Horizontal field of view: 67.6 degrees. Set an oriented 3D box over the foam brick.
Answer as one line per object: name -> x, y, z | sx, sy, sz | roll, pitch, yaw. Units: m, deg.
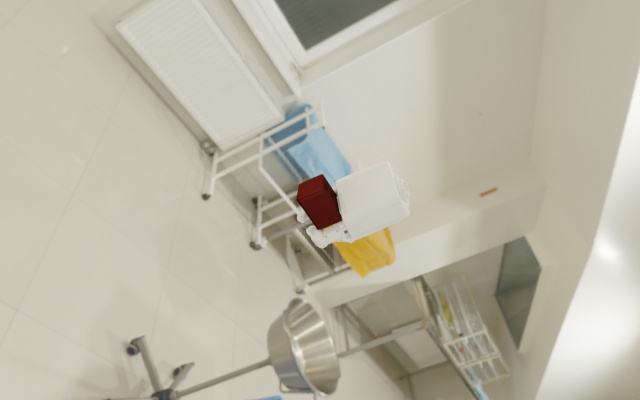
foam brick -> 0.000, 0.003, 0.841 | 0.051, 0.078, 0.053 | -23, 33, 18
